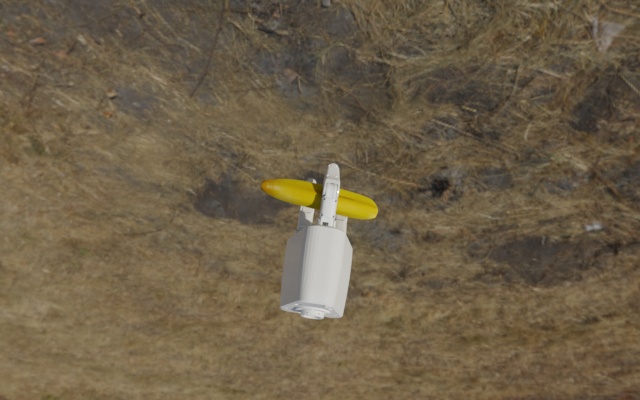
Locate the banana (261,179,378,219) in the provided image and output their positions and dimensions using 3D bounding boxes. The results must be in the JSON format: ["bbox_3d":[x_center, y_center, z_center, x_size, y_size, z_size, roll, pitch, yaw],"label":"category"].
[{"bbox_3d":[0.011,0.001,0.707,0.198,0.037,0.069,14,-13,-25],"label":"banana"}]
